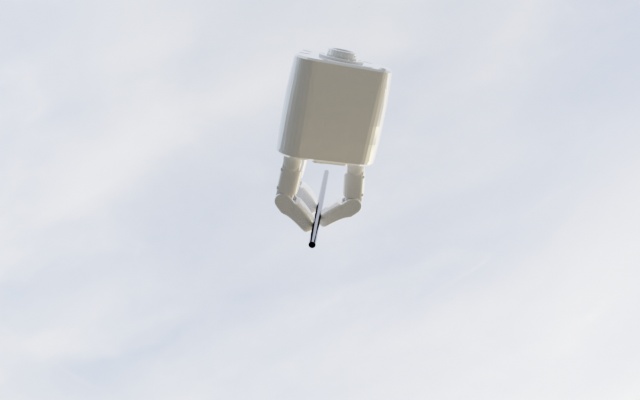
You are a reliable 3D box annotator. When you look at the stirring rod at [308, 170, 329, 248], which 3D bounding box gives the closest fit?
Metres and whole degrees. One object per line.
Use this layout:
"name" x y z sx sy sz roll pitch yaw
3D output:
"stirring rod" 0.000 0.002 0.614 0.011 0.011 0.239 0 22 5
